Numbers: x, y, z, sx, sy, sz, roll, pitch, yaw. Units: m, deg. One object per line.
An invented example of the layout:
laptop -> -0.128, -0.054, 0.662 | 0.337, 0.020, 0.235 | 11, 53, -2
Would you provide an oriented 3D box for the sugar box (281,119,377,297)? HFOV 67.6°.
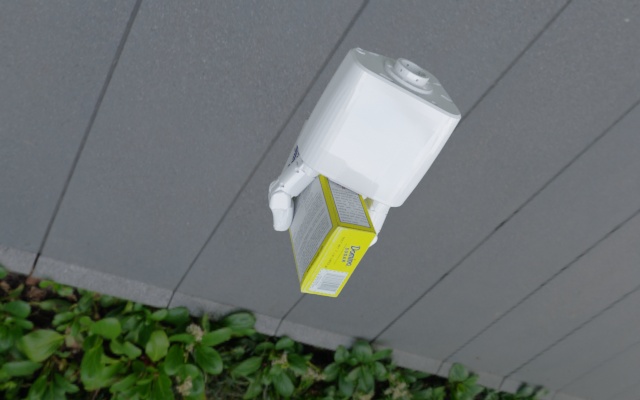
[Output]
sugar box -> 0.001, 0.002, 0.498 | 0.048, 0.093, 0.176 | 13, 37, -21
